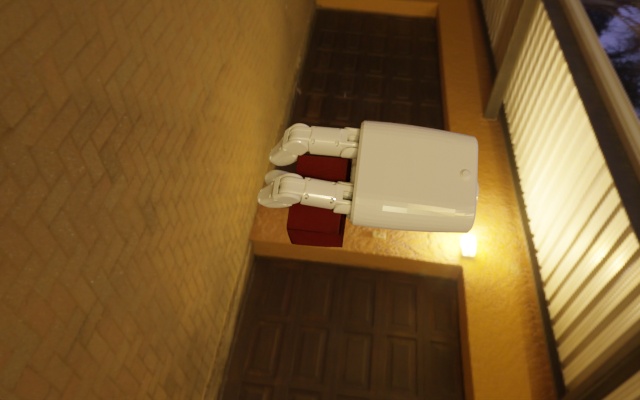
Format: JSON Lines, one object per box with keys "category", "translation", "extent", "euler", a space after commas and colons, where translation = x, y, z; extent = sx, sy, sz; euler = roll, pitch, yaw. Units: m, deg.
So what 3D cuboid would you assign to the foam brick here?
{"category": "foam brick", "translation": [0.000, 0.002, 0.459], "extent": [0.051, 0.078, 0.053], "euler": [6, -18, 5]}
